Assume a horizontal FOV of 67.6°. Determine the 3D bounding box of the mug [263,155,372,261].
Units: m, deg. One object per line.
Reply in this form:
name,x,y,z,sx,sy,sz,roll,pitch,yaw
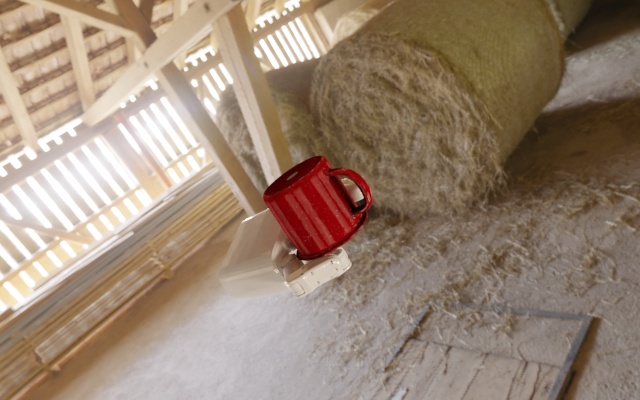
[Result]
mug,0.001,0.001,0.512,0.117,0.081,0.093,-21,20,36
